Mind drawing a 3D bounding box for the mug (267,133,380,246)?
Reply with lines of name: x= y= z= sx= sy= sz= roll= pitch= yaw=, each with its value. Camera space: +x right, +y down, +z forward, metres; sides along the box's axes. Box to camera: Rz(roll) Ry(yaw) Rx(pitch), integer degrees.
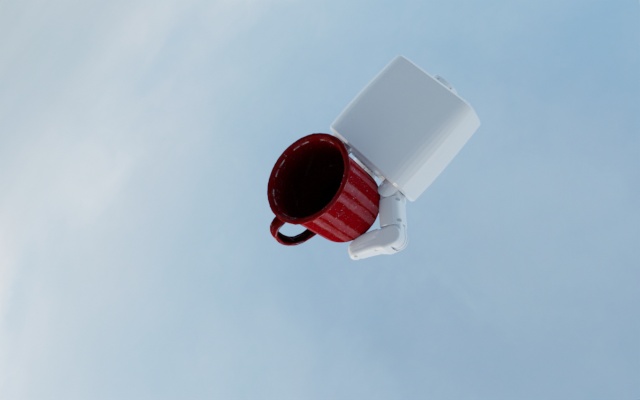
mug: x=-0.001 y=0.003 z=0.475 sx=0.081 sy=0.117 sz=0.093 roll=34 pitch=11 yaw=-49
